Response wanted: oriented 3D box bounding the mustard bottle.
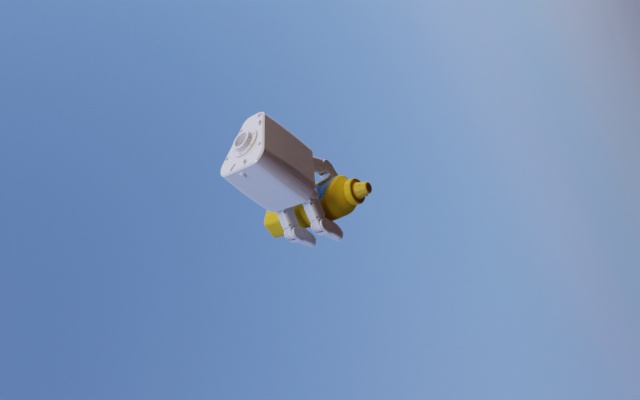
[{"bbox_3d":[0.000,0.003,0.773,0.191,0.058,0.096,-18,24,38],"label":"mustard bottle"}]
